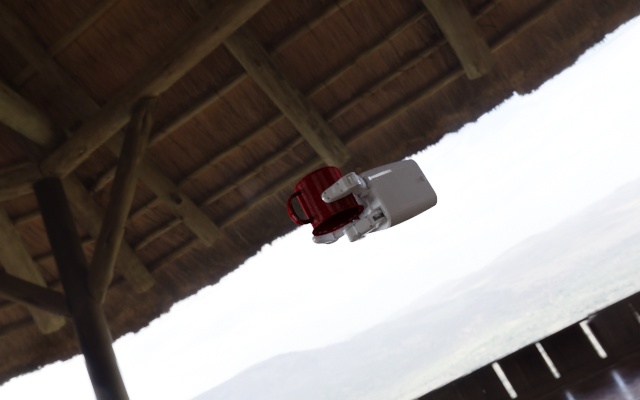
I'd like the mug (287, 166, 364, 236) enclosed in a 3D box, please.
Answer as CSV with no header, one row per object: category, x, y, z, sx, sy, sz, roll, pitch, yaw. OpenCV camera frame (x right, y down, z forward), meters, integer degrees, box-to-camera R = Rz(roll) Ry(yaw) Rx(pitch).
mug,-0.001,0.003,0.757,0.117,0.081,0.093,-18,-20,-27
